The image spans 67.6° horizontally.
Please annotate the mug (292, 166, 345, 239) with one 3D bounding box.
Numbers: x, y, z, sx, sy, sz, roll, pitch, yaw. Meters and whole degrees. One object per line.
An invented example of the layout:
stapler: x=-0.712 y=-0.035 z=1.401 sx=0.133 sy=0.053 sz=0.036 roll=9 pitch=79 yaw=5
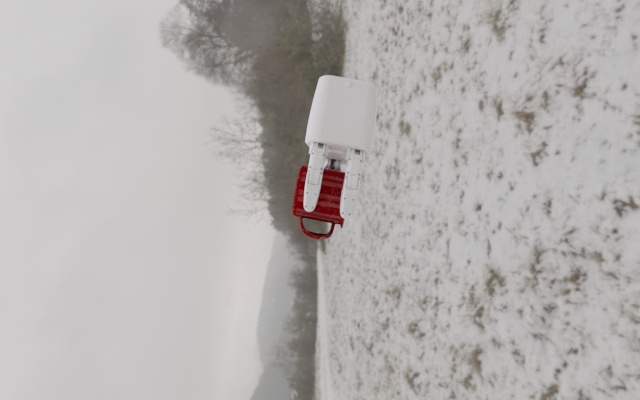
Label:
mug: x=0.000 y=0.004 z=0.746 sx=0.081 sy=0.117 sz=0.093 roll=10 pitch=-12 yaw=0
